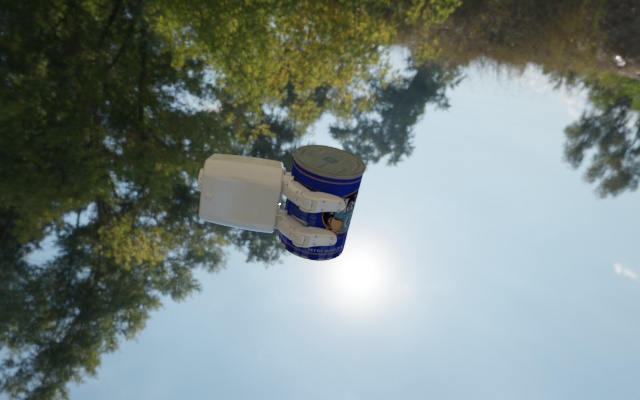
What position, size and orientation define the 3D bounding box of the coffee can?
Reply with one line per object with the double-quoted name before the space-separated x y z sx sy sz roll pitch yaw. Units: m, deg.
"coffee can" 0.000 0.002 0.700 0.103 0.140 0.102 10 27 -5
